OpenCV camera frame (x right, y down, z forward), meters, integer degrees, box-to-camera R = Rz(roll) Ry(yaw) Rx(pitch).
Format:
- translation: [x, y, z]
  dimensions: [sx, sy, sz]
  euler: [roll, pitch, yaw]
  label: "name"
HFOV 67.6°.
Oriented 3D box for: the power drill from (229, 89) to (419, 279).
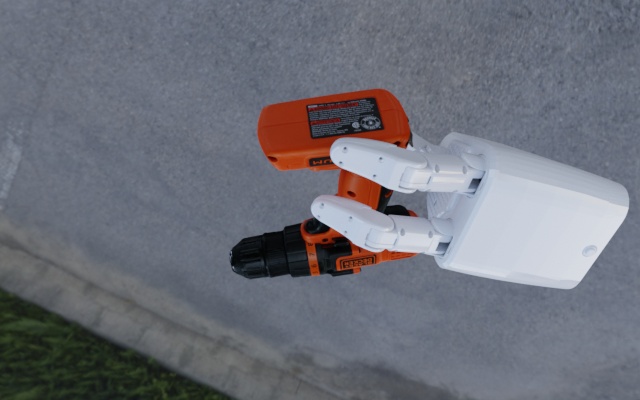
- translation: [0.000, 0.001, 0.400]
  dimensions: [0.184, 0.057, 0.188]
  euler: [-10, -36, -2]
  label: "power drill"
